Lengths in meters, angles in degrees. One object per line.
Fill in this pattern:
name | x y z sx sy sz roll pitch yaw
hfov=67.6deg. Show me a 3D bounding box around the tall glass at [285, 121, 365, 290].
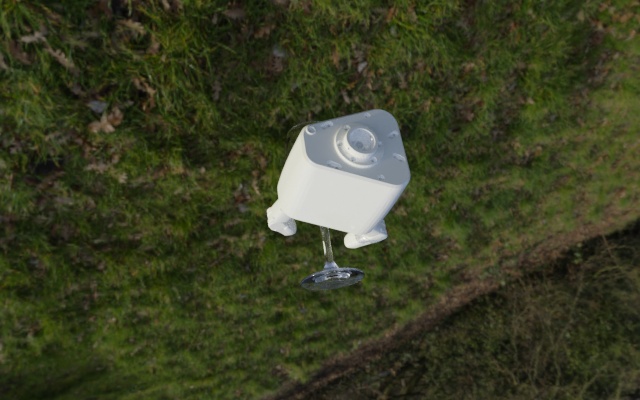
tall glass | 0.000 0.003 0.586 0.079 0.201 0.079 -7 -25 -4
